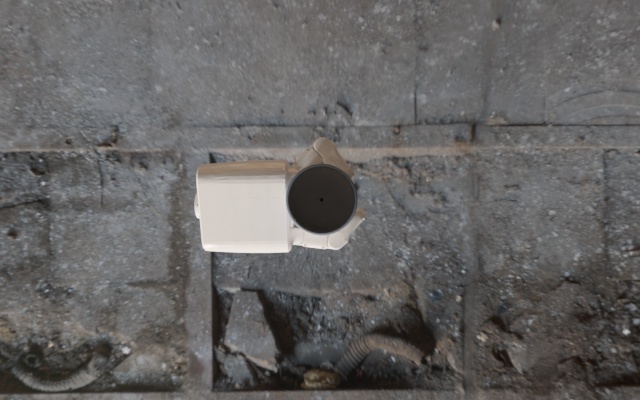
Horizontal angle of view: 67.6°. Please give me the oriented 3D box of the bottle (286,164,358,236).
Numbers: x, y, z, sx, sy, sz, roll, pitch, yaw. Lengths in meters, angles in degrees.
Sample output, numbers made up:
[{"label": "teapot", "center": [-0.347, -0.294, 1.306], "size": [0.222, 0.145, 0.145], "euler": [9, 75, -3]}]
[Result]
[{"label": "bottle", "center": [0.000, 0.002, 0.584], "size": [0.069, 0.069, 0.296], "euler": [0, -1, 0]}]
